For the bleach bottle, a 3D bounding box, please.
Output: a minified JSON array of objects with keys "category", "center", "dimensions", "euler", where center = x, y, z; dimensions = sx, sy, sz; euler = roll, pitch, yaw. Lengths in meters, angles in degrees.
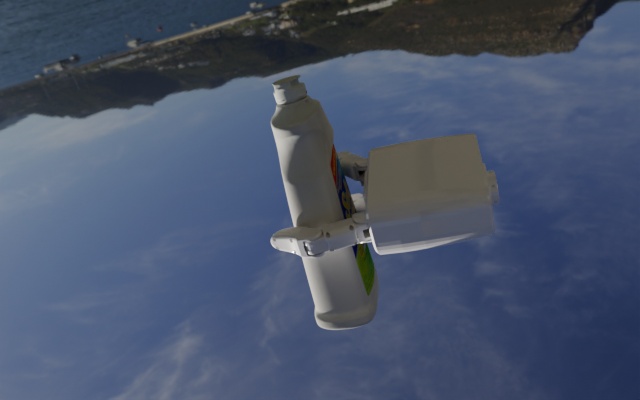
[{"category":"bleach bottle","center":[0.000,0.002,0.487],"dimensions":[0.068,0.251,0.102],"euler":[-10,24,16]}]
